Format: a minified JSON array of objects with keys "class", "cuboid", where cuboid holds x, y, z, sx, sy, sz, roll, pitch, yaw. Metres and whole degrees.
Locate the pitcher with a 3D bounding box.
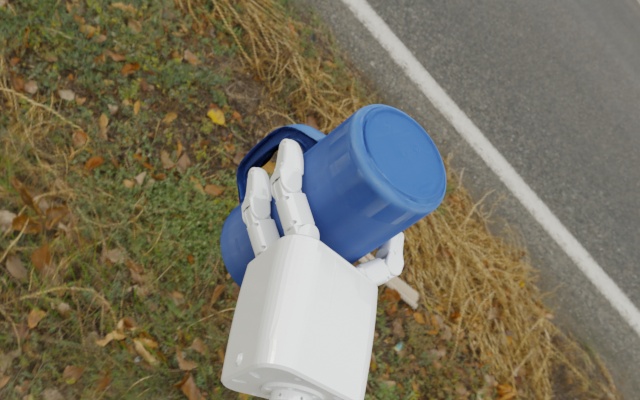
[{"class":"pitcher","cuboid":[0.000,0.002,0.489,0.149,0.145,0.243,29,-40,-21]}]
